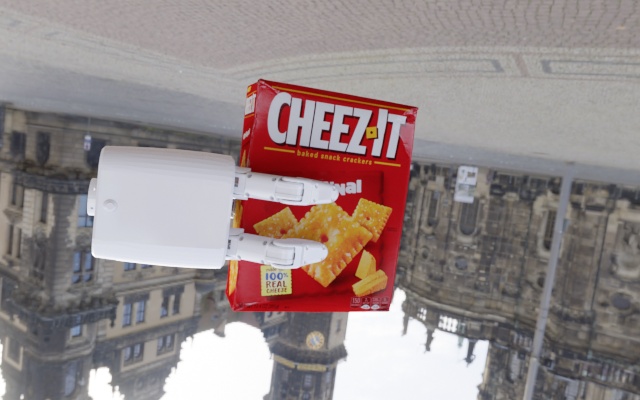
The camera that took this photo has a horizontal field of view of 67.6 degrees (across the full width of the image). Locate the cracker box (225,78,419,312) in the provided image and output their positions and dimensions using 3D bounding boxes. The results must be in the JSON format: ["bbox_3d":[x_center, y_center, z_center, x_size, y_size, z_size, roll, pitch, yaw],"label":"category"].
[{"bbox_3d":[0.000,0.002,0.477,0.164,0.214,0.072,6,5,-18],"label":"cracker box"}]
